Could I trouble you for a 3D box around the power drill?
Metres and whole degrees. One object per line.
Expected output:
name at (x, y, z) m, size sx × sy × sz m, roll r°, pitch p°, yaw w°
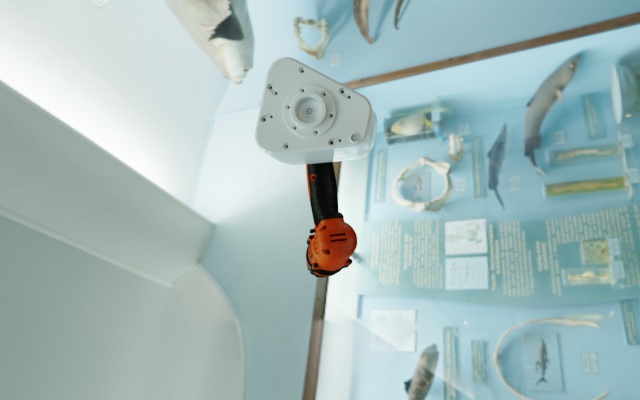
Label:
power drill at (0.000, 0.001, 0.610) m, size 0.057 × 0.187 × 0.184 m, roll -7°, pitch -16°, yaw -11°
